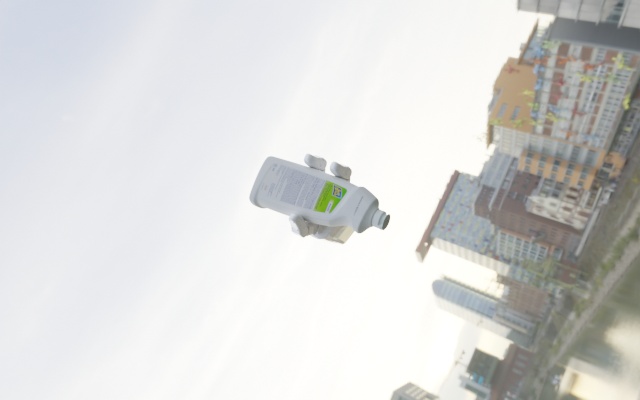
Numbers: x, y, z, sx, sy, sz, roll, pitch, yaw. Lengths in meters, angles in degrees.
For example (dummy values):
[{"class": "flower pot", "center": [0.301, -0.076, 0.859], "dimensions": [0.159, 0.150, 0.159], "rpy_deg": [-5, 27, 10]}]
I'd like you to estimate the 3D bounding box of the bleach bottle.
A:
[{"class": "bleach bottle", "center": [0.000, 0.003, 0.830], "dimensions": [0.251, 0.102, 0.068], "rpy_deg": [21, -2, 27]}]
